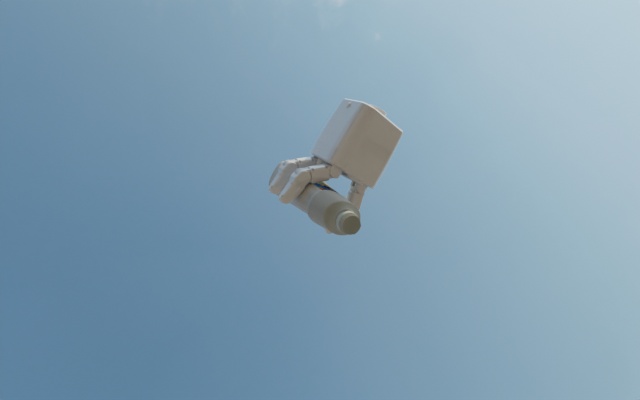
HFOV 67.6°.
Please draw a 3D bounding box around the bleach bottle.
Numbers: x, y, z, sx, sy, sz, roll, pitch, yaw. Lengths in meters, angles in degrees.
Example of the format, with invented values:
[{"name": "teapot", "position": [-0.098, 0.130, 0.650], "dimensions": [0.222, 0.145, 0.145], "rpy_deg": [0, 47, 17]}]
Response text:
[{"name": "bleach bottle", "position": [0.000, 0.002, 0.755], "dimensions": [0.102, 0.068, 0.250], "rpy_deg": [26, 4, -28]}]
